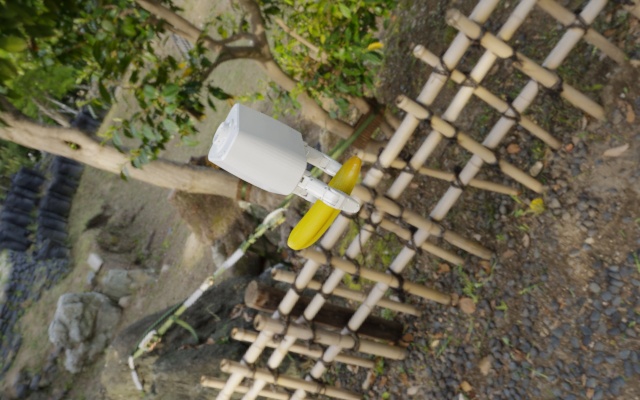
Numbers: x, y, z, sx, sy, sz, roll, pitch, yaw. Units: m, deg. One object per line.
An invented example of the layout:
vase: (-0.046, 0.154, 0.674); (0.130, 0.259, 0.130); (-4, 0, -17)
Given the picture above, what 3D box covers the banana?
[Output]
banana: (-0.001, 0.017, 0.718); (0.037, 0.069, 0.198); (26, -55, -21)
